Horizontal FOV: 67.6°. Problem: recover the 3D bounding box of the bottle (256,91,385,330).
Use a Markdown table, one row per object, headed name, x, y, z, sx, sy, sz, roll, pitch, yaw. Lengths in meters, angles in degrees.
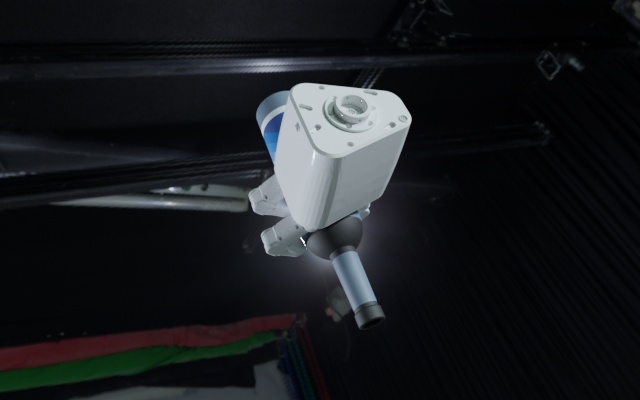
| name | x | y | z | sx | sy | sz | roll | pitch | yaw |
| --- | --- | --- | --- | --- | --- | --- | --- | --- | --- |
| bottle | 0.000 | 0.002 | 0.531 | 0.069 | 0.295 | 0.069 | -17 | -31 | -11 |
